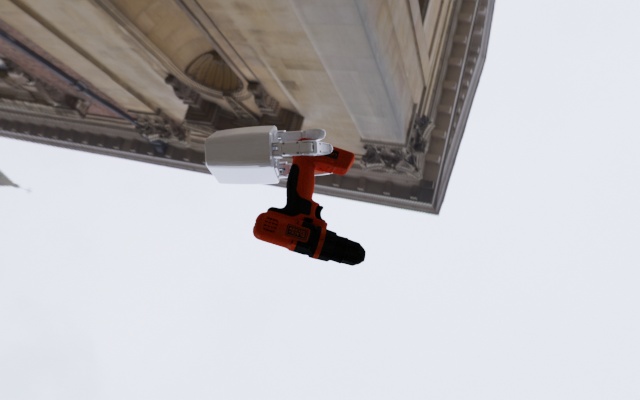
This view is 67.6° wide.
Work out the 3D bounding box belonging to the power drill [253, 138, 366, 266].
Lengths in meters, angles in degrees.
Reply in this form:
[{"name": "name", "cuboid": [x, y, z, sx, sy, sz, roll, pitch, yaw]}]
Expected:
[{"name": "power drill", "cuboid": [0.000, 0.002, 0.780, 0.184, 0.187, 0.057, 18, -22, -8]}]
